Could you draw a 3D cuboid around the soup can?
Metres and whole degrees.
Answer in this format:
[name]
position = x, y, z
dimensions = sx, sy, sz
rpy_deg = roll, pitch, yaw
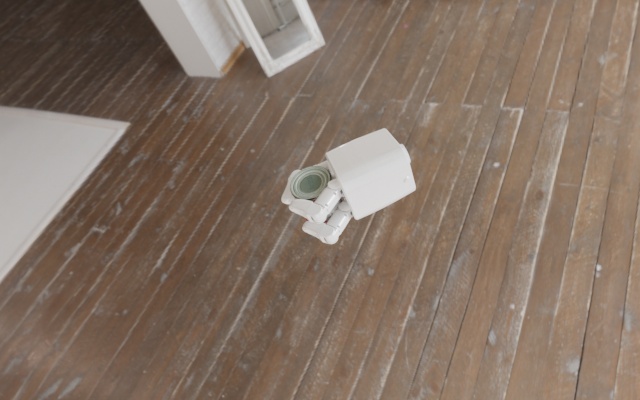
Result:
[soup can]
position = 0.000, 0.002, 0.754
dimensions = 0.068, 0.068, 0.102
rpy_deg = 0, -36, 22
